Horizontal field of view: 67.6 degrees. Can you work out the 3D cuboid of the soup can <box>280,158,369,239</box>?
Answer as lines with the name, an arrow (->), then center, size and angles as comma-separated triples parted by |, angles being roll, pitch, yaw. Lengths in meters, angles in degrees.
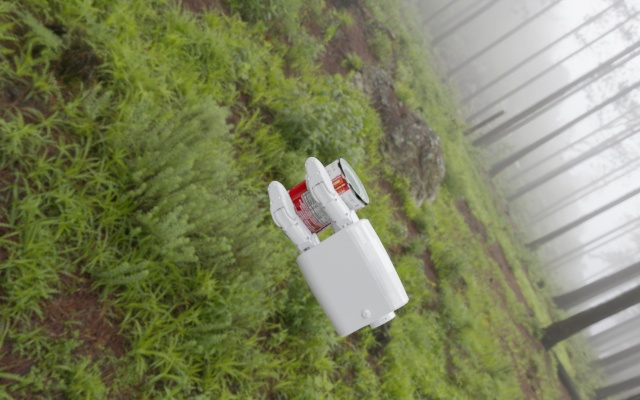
soup can -> 0.000, 0.001, 0.592 | 0.102, 0.068, 0.068 | -32, -9, 15
